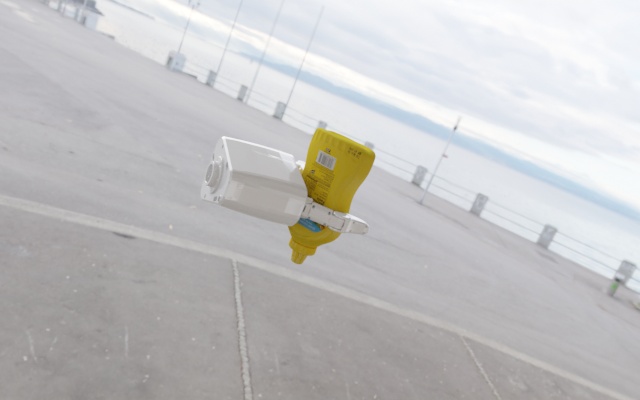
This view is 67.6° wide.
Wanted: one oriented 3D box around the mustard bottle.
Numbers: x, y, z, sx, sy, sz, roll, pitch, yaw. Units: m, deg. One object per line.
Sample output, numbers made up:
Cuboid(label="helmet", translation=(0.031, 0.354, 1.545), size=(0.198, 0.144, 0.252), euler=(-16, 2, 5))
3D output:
Cuboid(label="mustard bottle", translation=(0.000, 0.002, 0.669), size=(0.096, 0.192, 0.058), euler=(31, 15, 35))
